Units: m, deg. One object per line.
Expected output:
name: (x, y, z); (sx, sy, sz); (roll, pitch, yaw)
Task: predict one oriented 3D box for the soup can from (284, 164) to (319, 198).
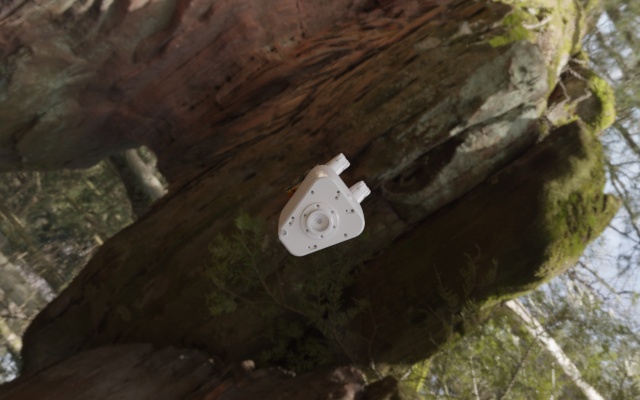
soup can: (0.000, 0.003, 0.750); (0.068, 0.102, 0.068); (-37, 9, 7)
